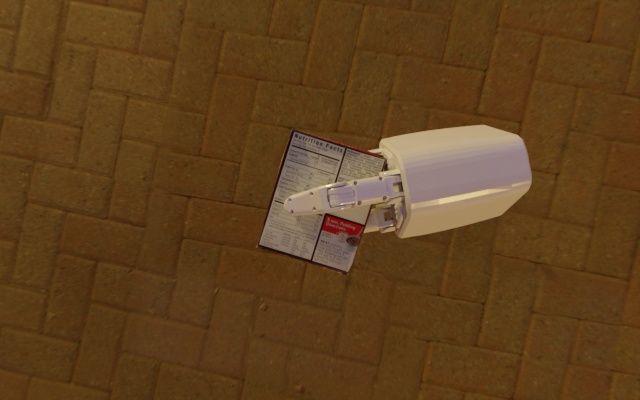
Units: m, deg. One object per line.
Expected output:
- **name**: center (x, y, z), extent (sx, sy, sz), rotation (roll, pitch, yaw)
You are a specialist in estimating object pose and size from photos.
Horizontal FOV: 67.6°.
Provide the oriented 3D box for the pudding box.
- **pudding box**: center (0.000, 0.001, 0.434), extent (0.090, 0.113, 0.039), rotation (18, -2, -1)
